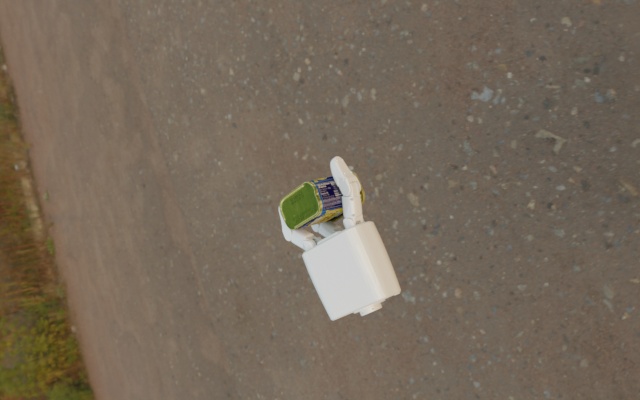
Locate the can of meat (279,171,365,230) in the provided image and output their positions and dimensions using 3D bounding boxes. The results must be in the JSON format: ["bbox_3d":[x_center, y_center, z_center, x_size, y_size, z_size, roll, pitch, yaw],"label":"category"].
[{"bbox_3d":[0.000,0.002,0.703,0.084,0.057,0.102,-13,-13,-38],"label":"can of meat"}]
